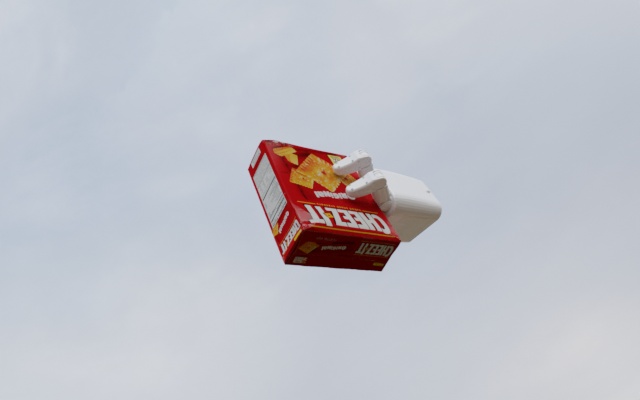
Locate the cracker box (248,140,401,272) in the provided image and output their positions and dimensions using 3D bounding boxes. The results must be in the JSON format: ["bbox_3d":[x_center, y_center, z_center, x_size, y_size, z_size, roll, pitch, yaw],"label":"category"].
[{"bbox_3d":[0.000,0.002,0.713,0.164,0.072,0.213,8,35,-31],"label":"cracker box"}]
